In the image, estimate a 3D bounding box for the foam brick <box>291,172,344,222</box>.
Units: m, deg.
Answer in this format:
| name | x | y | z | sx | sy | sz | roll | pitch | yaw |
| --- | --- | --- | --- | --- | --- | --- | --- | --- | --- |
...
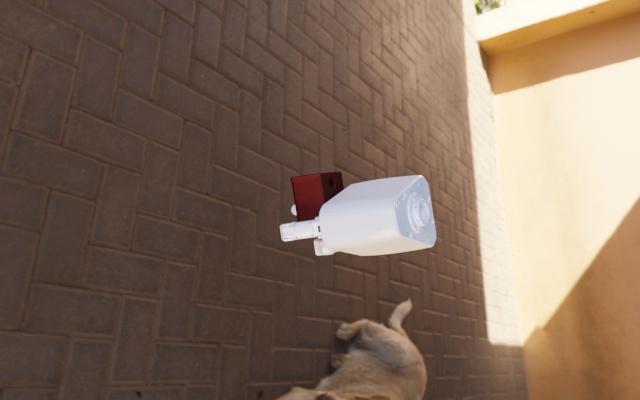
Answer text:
| name | x | y | z | sx | sy | sz | roll | pitch | yaw |
| --- | --- | --- | --- | --- | --- | --- | --- | --- | --- |
| foam brick | 0.000 | 0.002 | 0.647 | 0.051 | 0.078 | 0.053 | -10 | -1 | 37 |
